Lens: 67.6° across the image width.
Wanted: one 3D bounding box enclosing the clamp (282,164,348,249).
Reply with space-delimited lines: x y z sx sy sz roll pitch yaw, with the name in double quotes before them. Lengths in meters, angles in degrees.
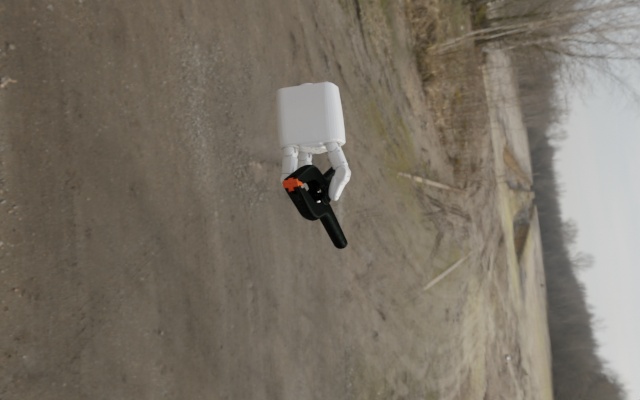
"clamp" 0.001 0.002 0.827 0.036 0.164 0.210 -8 -8 25
